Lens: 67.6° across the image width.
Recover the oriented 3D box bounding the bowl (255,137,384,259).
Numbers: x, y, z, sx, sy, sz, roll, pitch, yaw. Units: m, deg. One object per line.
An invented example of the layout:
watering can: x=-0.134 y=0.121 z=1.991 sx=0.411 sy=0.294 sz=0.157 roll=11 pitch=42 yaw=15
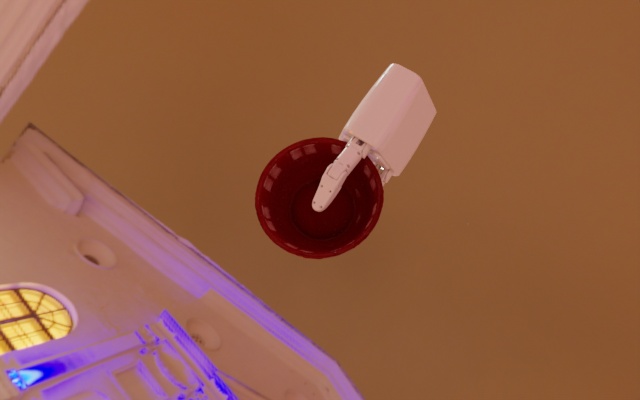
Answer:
bowl: x=-0.001 y=0.003 z=0.619 sx=0.162 sy=0.162 sz=0.055 roll=0 pitch=-20 yaw=6
